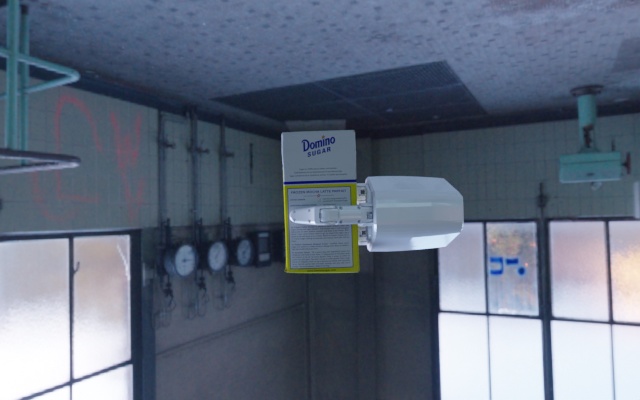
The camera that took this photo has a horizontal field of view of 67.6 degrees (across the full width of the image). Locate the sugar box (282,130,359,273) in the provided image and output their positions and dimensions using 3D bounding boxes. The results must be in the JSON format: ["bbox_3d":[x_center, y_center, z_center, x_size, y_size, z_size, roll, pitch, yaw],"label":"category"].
[{"bbox_3d":[0.000,0.002,0.605,0.093,0.176,0.048,-1,-2,1],"label":"sugar box"}]
